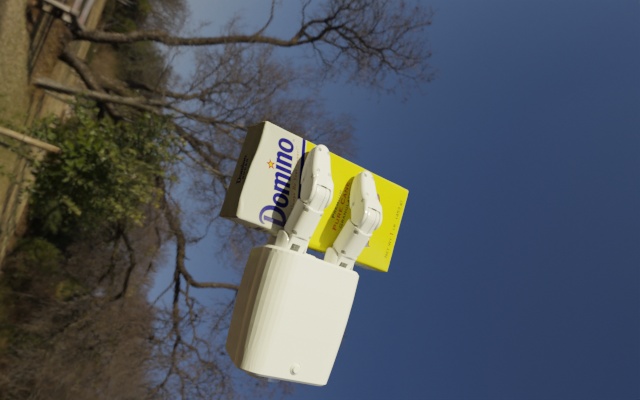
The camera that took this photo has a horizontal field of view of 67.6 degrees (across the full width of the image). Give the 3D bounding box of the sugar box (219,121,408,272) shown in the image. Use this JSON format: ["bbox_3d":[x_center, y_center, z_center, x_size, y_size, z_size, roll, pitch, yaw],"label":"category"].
[{"bbox_3d":[0.000,0.002,0.468,0.176,0.093,0.048,23,-13,-31],"label":"sugar box"}]
